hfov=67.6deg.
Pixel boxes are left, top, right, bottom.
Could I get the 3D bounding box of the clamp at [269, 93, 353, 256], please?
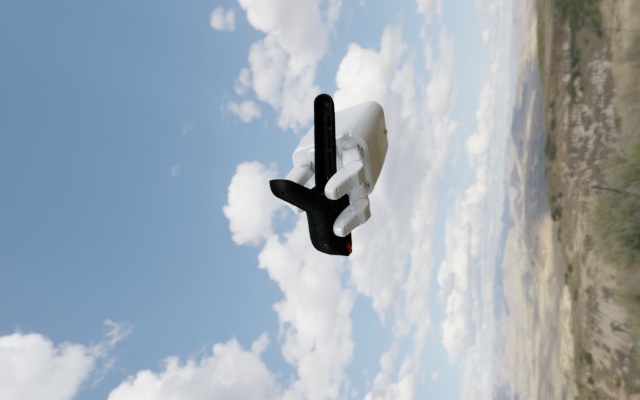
[{"bbox_3d":[0.000,0.002,0.572,0.036,0.210,0.164,3,39,23],"label":"clamp"}]
